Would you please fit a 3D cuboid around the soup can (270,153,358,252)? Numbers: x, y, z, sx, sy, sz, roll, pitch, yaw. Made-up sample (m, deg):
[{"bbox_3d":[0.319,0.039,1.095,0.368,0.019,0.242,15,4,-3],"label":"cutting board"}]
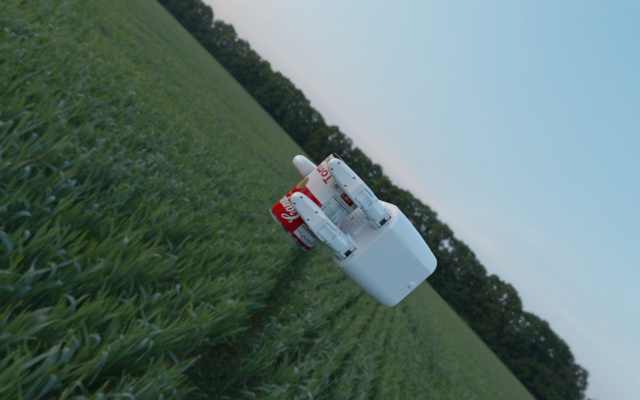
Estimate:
[{"bbox_3d":[0.000,0.001,0.563,0.102,0.068,0.068,-42,-3,3],"label":"soup can"}]
